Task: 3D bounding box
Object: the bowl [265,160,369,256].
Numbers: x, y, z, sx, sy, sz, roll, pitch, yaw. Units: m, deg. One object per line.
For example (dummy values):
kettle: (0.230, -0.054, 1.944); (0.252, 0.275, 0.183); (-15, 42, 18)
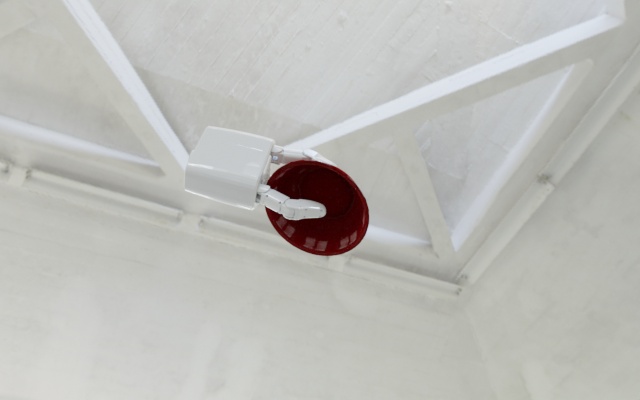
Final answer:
bowl: (0.001, 0.003, 0.711); (0.162, 0.162, 0.055); (0, 30, 22)
